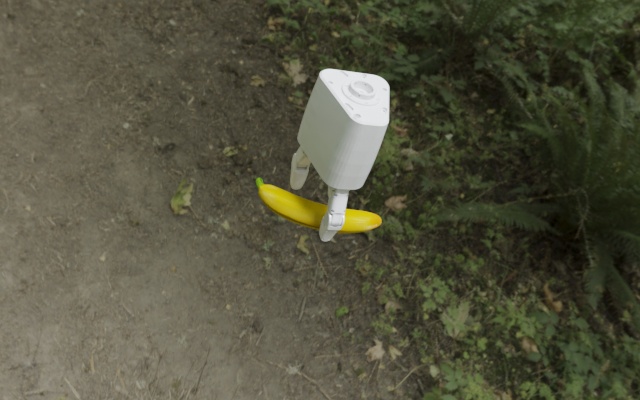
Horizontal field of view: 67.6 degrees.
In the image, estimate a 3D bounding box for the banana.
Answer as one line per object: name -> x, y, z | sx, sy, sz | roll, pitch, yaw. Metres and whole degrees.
banana -> -0.007, 0.013, 0.688 | 0.198, 0.037, 0.069 | 20, 41, 0
